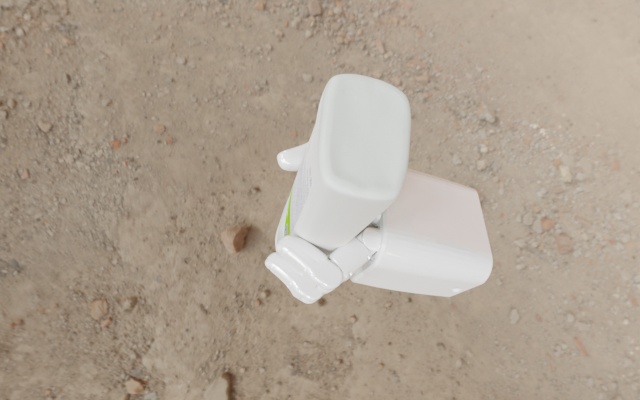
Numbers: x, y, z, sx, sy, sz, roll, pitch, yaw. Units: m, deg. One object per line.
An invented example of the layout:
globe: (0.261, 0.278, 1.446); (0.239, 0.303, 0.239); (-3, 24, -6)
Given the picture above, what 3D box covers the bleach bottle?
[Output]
bleach bottle: (0.000, 0.001, 0.437); (0.068, 0.102, 0.251); (12, -25, -11)
